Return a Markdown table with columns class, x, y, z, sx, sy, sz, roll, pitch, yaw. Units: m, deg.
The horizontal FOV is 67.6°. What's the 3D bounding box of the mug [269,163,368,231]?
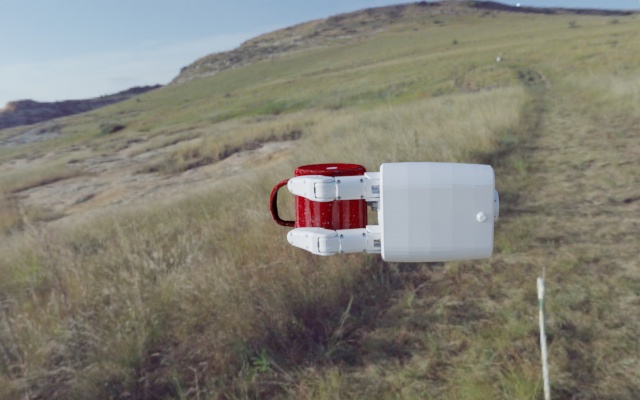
| class | x | y | z | sx | sy | sz | roll | pitch | yaw |
| --- | --- | --- | --- | --- | --- | --- | --- | --- | --- |
| mug | -0.001 | 0.002 | 0.542 | 0.117 | 0.081 | 0.093 | 0 | 10 | 8 |
